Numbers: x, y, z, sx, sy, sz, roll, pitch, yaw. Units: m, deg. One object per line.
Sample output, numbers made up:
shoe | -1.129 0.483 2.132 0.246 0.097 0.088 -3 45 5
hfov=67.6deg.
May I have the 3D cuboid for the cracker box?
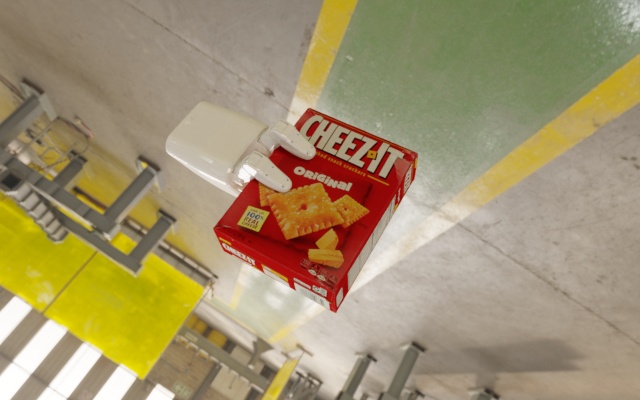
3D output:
cracker box | 0.000 0.002 0.588 0.164 0.213 0.072 26 -26 17
